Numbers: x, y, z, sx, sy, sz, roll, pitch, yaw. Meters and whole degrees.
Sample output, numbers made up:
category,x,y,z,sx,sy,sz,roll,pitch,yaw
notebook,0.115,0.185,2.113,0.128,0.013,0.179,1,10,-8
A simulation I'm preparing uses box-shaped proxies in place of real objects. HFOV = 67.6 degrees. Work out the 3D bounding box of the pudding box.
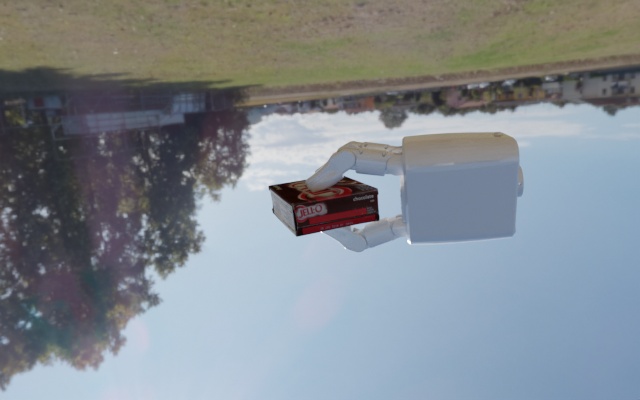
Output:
category,x,y,z,sx,sy,sz,roll,pitch,yaw
pudding box,0.000,0.002,0.512,0.090,0.039,0.113,-9,11,-17
